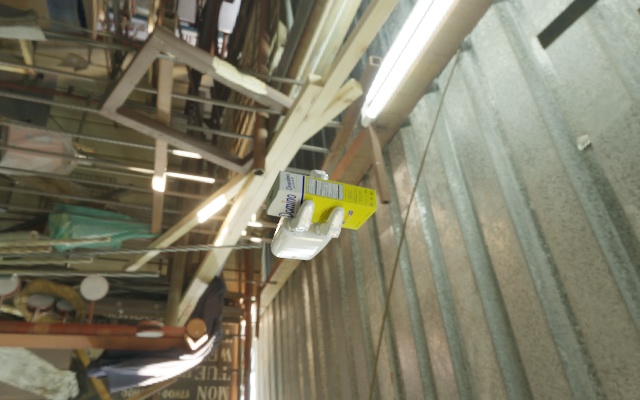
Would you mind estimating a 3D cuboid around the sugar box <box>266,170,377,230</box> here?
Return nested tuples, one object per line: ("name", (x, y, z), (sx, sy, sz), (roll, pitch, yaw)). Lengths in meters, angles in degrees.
("sugar box", (0.000, 0.003, 0.834), (0.176, 0.048, 0.093), (8, -30, -17))
